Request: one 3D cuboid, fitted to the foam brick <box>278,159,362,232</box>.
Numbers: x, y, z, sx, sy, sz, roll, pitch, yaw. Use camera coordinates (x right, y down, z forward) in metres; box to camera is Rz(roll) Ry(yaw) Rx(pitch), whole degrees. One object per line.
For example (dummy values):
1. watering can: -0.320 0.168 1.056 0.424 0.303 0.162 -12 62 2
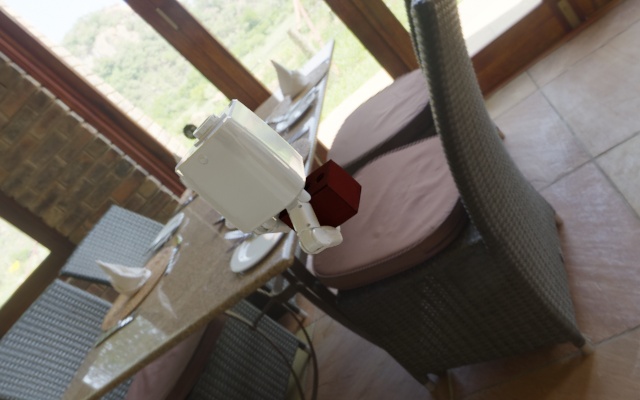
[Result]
1. foam brick: 0.000 0.002 0.543 0.078 0.051 0.053 -35 24 29
